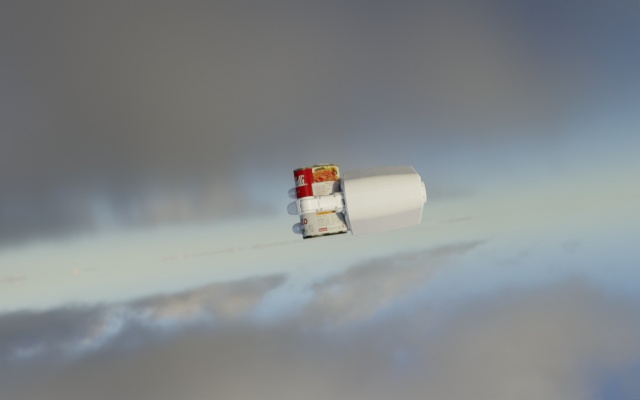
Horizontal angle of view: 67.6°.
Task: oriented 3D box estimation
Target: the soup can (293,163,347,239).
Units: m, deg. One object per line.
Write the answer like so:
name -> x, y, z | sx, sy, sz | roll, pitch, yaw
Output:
soup can -> 0.000, 0.003, 0.700 | 0.068, 0.102, 0.068 | -8, -4, -1
